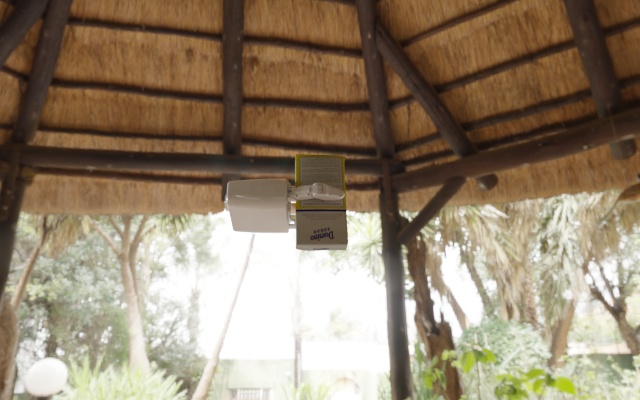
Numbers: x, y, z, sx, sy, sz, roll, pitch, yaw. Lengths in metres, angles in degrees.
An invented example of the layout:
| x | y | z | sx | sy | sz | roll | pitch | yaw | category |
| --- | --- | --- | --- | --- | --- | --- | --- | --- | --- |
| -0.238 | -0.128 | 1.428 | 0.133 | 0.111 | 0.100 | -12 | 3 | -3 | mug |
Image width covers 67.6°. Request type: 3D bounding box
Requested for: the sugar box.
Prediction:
| x | y | z | sx | sy | sz | roll | pitch | yaw | category |
| --- | --- | --- | --- | --- | --- | --- | --- | --- | --- |
| 0.000 | 0.003 | 0.867 | 0.093 | 0.176 | 0.048 | 1 | -21 | -3 | sugar box |
